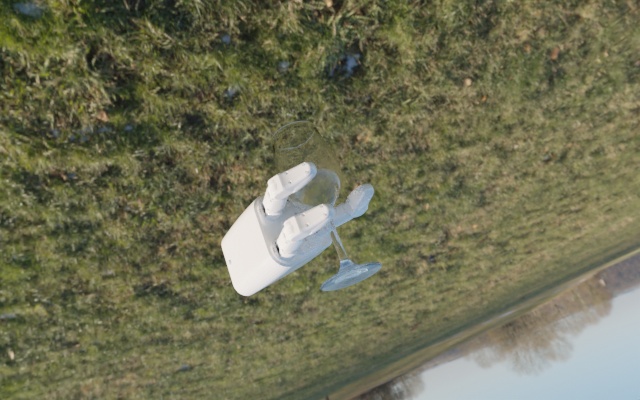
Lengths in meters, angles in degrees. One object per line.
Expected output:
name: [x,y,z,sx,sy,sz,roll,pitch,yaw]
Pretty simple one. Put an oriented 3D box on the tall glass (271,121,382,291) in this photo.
tall glass: [0.000,0.002,0.576,0.079,0.201,0.079,-19,-22,-8]
